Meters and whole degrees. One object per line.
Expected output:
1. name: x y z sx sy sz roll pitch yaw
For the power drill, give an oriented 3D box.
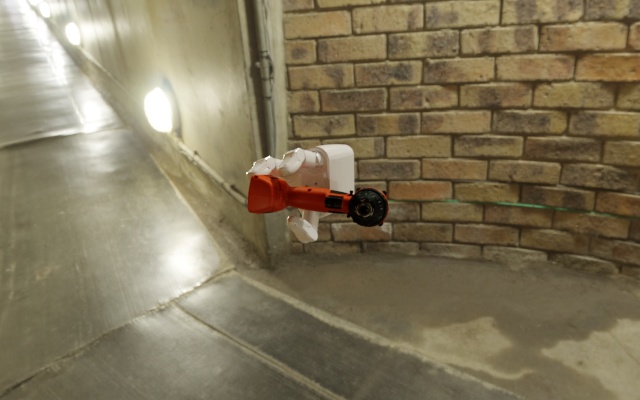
1. power drill: 0.000 0.002 0.655 0.187 0.057 0.184 8 1 10
